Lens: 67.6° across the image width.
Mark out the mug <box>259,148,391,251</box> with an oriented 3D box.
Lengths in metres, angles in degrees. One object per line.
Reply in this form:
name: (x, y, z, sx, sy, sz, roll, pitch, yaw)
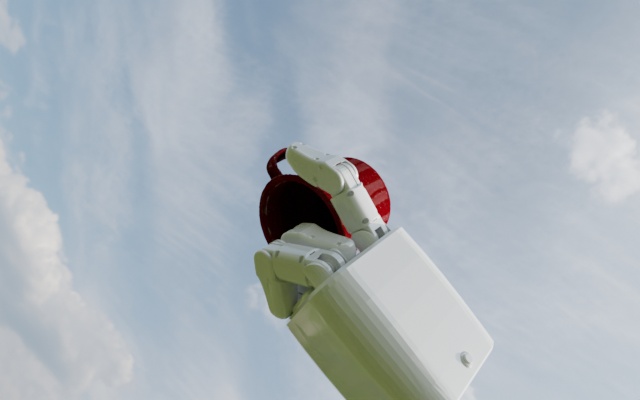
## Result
mug: (-0.001, 0.000, 0.419, 0.081, 0.117, 0.093, -27, -16, -45)
